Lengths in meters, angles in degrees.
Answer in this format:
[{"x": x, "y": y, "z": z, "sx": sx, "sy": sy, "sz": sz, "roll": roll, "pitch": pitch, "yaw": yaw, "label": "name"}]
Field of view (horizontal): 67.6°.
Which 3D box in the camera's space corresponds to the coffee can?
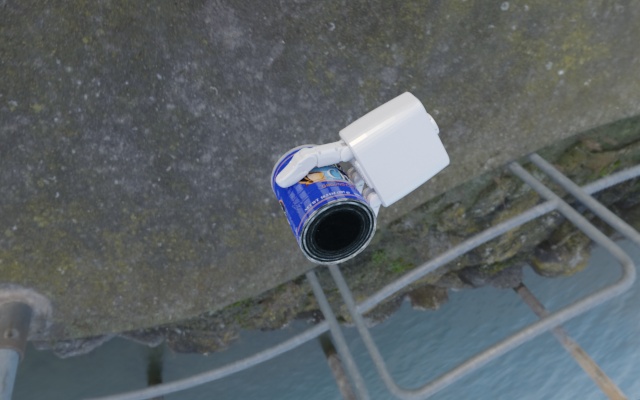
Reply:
[{"x": 0.000, "y": 0.002, "z": 0.643, "sx": 0.103, "sy": 0.103, "sz": 0.140, "roll": 0, "pitch": 34, "yaw": -23, "label": "coffee can"}]
